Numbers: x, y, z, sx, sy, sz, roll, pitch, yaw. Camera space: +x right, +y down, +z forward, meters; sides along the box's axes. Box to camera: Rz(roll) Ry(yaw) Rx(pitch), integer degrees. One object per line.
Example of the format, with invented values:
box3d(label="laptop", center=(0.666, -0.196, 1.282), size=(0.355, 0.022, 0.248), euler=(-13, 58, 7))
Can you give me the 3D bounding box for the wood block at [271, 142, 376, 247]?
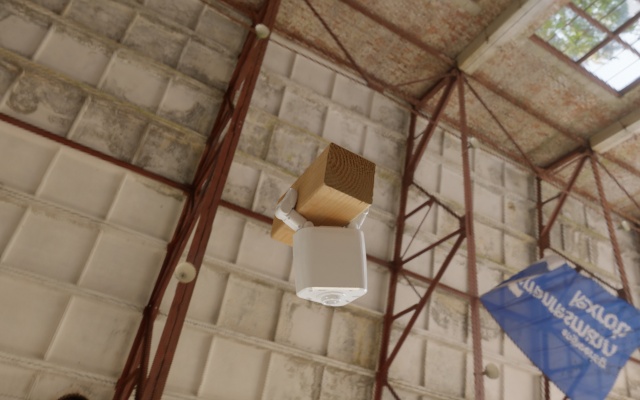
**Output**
box3d(label="wood block", center=(0.000, 0.003, 0.836), size=(0.091, 0.090, 0.206), euler=(24, -37, -19))
